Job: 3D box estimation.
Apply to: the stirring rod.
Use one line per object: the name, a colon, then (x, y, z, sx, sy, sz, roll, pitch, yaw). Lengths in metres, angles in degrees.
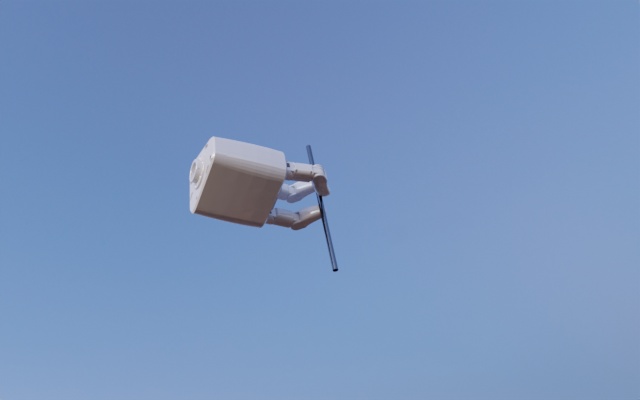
stirring rod: (0.000, 0.002, 0.720, 0.011, 0.239, 0.011, -8, -39, -6)
